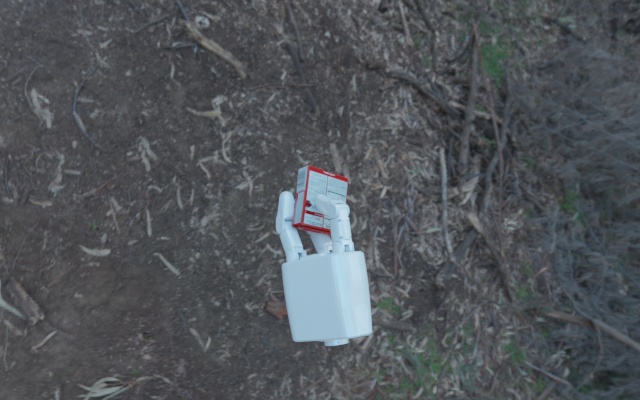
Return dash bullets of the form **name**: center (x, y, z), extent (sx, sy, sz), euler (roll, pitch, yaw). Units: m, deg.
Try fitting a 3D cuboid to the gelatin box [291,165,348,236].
- **gelatin box**: center (0.000, 0.002, 0.684), extent (0.073, 0.089, 0.030), euler (15, -17, -32)
